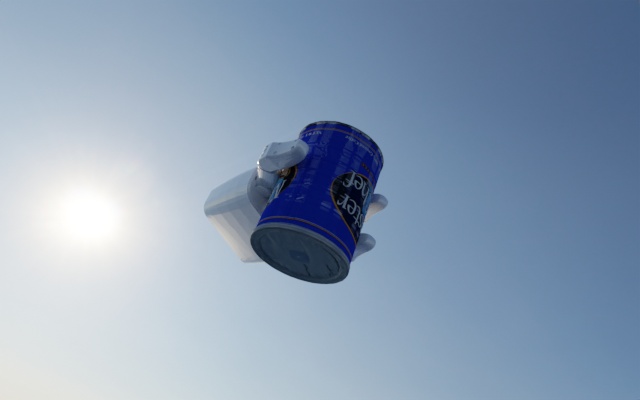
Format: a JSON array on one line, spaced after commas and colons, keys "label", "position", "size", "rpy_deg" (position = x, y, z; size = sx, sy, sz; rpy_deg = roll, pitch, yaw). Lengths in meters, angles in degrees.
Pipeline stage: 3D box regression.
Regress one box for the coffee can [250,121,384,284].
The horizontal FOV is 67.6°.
[{"label": "coffee can", "position": [0.000, 0.002, 0.503], "size": [0.103, 0.140, 0.103], "rpy_deg": [15, -33, 10]}]
